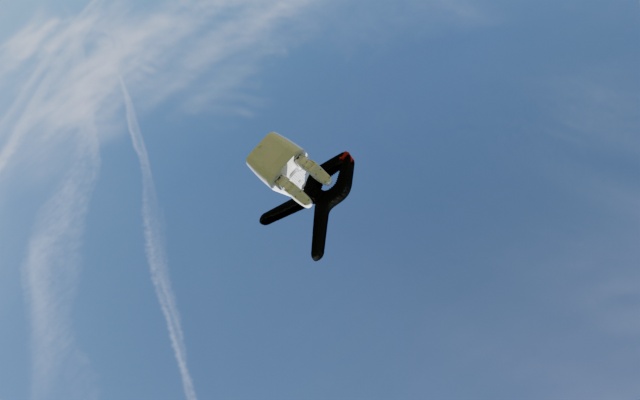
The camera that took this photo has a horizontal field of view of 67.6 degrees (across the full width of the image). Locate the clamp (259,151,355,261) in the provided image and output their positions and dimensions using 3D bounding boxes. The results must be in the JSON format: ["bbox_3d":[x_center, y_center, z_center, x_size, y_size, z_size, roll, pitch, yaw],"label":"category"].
[{"bbox_3d":[0.001,0.003,0.882,0.164,0.210,0.036,39,-6,38],"label":"clamp"}]
